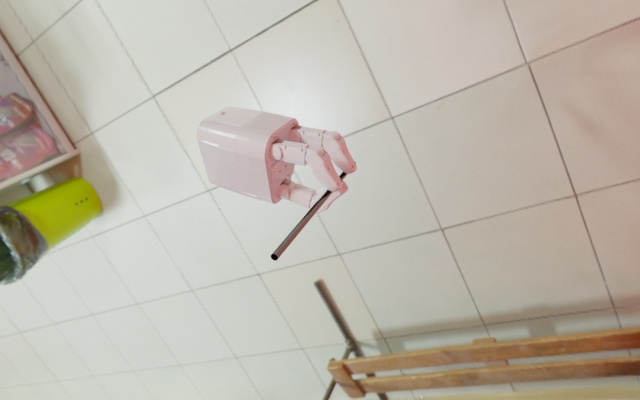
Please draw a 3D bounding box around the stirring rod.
[{"bbox_3d":[0.000,0.002,0.564,0.011,0.011,0.239,0,27,25],"label":"stirring rod"}]
